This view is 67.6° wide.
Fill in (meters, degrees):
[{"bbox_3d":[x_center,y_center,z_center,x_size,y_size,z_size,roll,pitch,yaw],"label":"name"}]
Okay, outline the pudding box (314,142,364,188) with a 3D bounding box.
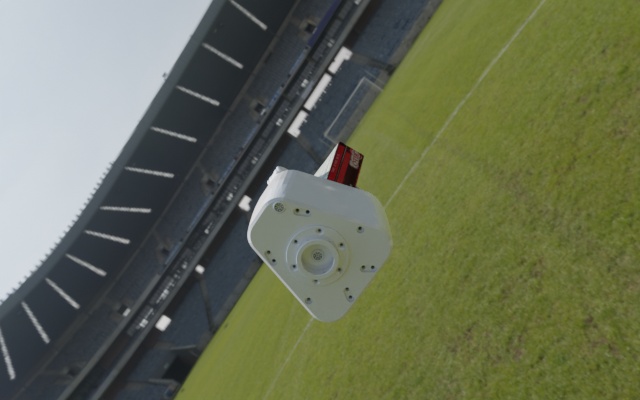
[{"bbox_3d":[0.000,0.002,0.533,0.039,0.090,0.113,33,-50,-10],"label":"pudding box"}]
